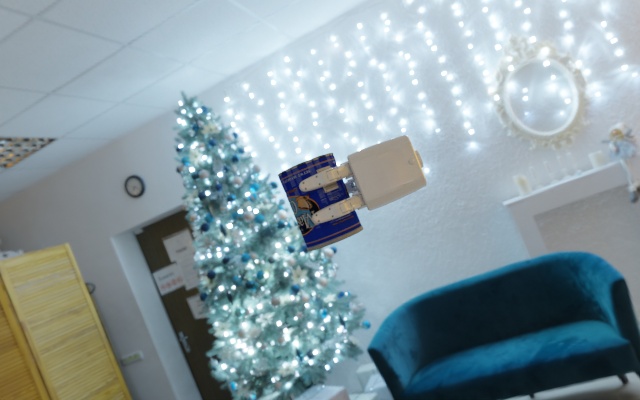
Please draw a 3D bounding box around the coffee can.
[{"bbox_3d":[0.000,0.003,0.814,0.103,0.140,0.103,-22,0,0],"label":"coffee can"}]
